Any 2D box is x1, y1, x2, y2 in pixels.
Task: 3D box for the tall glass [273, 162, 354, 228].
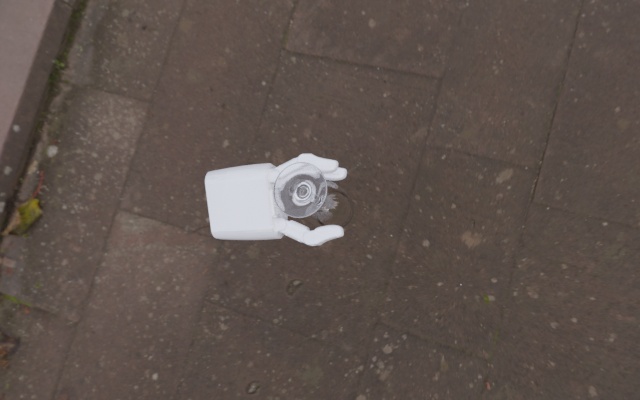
[{"bbox_3d":[0.000,0.002,0.717,0.079,0.079,0.201,0,-10,17],"label":"tall glass"}]
